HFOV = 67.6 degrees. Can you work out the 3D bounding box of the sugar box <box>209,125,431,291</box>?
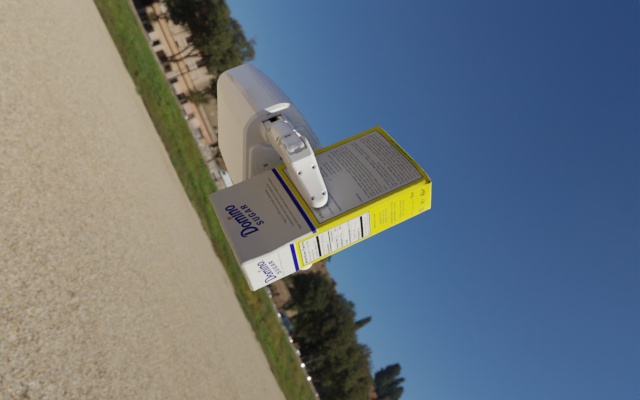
[{"bbox_3d":[0.000,0.002,0.426,0.176,0.048,0.093,-25,47,-11],"label":"sugar box"}]
